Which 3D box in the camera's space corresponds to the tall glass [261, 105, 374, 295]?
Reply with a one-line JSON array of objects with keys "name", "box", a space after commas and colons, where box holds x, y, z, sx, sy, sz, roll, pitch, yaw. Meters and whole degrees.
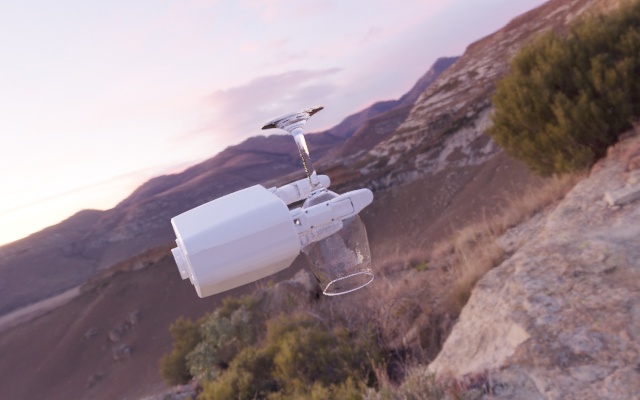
[{"name": "tall glass", "box": [0.000, 0.001, 0.537, 0.079, 0.201, 0.079, -19, 4, 1]}]
